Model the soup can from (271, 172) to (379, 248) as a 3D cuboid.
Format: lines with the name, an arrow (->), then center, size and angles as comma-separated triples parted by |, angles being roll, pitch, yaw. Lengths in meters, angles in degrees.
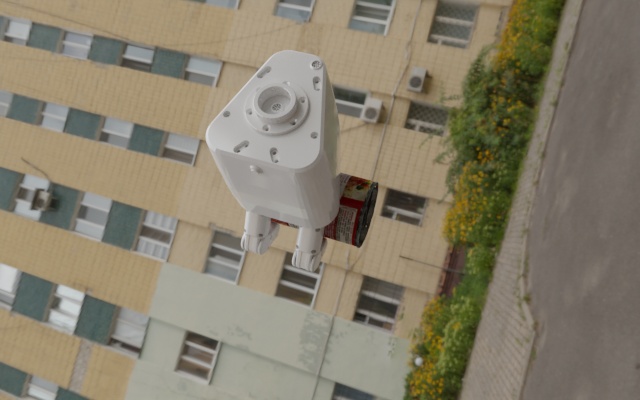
soup can -> 0.000, 0.002, 0.482 | 0.102, 0.068, 0.068 | 15, 3, 13
